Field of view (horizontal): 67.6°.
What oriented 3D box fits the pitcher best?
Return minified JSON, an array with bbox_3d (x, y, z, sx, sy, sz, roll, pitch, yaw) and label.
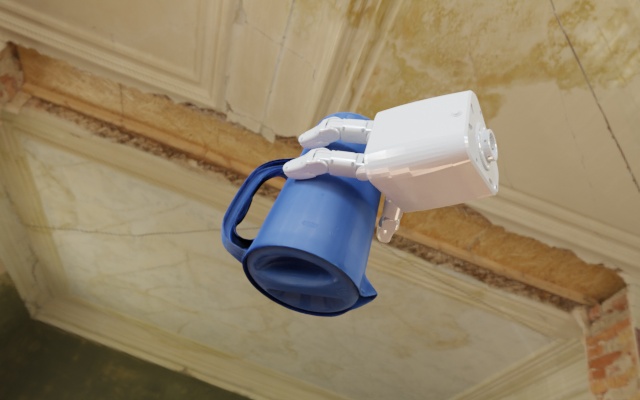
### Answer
[{"bbox_3d":[0.000,0.002,0.580,0.145,0.242,0.149,-12,-49,34],"label":"pitcher"}]
